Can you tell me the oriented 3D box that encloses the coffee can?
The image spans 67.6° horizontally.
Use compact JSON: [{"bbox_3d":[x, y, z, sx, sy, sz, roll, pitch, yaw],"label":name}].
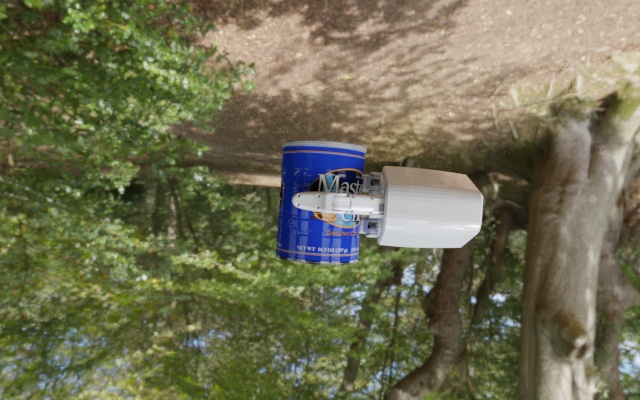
[{"bbox_3d":[0.000,0.002,0.585,0.103,0.140,0.103,4,1,0],"label":"coffee can"}]
